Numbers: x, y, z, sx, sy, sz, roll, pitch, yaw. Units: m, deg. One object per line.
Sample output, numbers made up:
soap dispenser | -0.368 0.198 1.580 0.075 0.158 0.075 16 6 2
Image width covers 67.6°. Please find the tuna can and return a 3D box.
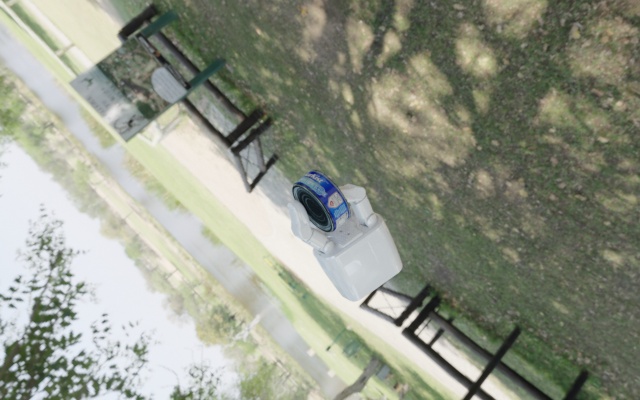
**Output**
tuna can | 0.000 0.002 0.655 0.033 0.086 0.086 -39 16 -21
